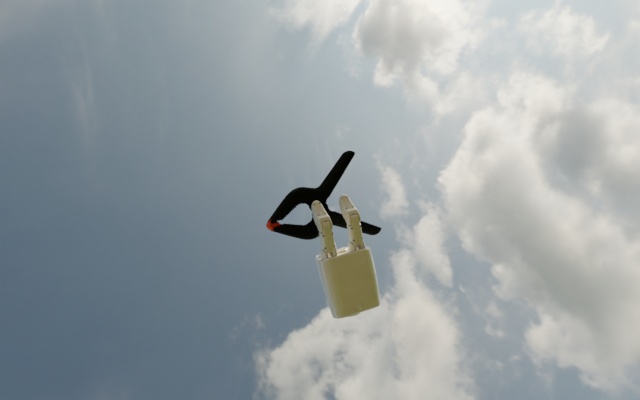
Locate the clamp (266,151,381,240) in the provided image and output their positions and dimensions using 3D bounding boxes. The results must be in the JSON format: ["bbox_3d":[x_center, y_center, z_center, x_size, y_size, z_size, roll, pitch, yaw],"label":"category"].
[{"bbox_3d":[-0.001,0.003,0.864,0.210,0.164,0.036,-13,-2,-20],"label":"clamp"}]
